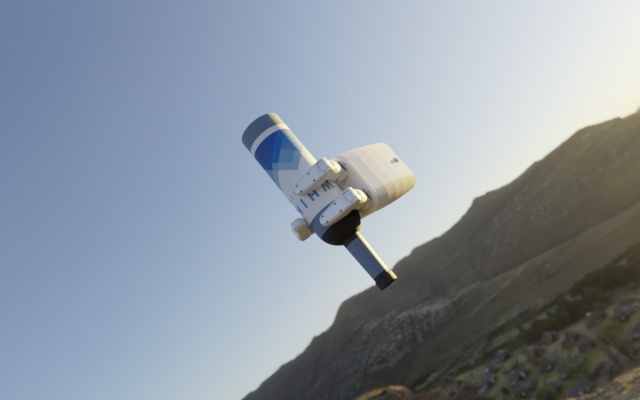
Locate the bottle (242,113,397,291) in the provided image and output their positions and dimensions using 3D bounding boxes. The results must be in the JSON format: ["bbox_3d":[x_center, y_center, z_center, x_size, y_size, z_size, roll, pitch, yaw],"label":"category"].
[{"bbox_3d":[0.000,0.002,0.670,0.069,0.295,0.069,-36,-17,-13],"label":"bottle"}]
